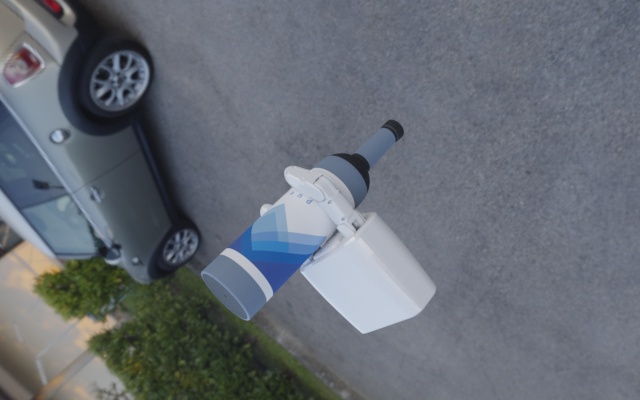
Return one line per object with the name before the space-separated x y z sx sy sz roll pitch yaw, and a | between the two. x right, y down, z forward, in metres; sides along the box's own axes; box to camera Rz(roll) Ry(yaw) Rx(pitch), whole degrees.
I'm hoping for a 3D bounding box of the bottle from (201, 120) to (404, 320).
bottle | 0.000 0.002 0.532 0.295 0.069 0.069 -45 24 -27
